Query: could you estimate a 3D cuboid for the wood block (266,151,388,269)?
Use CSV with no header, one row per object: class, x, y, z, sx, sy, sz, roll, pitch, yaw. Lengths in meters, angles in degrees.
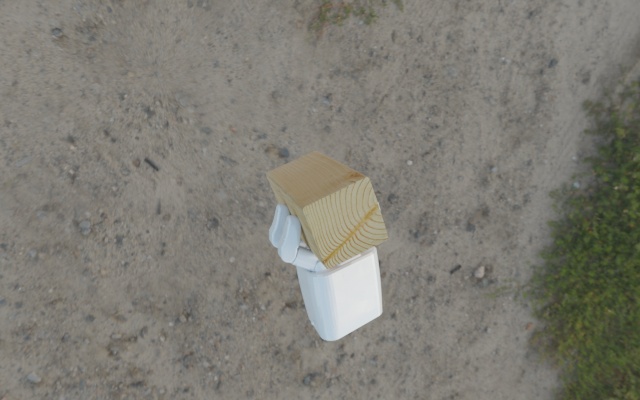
wood block,0.001,0.002,0.663,0.091,0.090,0.206,-25,21,-11
